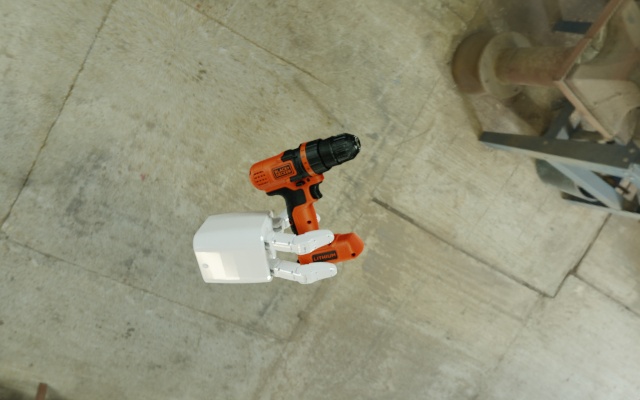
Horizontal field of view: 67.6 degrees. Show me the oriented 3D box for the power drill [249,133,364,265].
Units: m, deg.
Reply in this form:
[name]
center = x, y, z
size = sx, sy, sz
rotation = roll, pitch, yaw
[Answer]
[power drill]
center = 0.000, 0.003, 0.727
size = 0.184, 0.188, 0.057
rotation = -16, 13, 27
